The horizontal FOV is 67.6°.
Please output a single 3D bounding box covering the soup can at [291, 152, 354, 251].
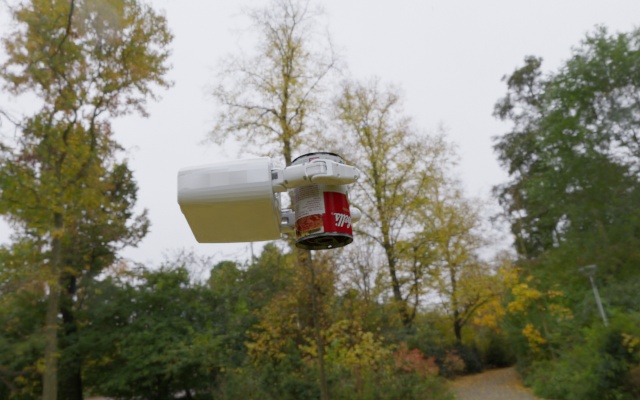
[{"bbox_3d":[0.001,0.001,0.567,0.068,0.102,0.068,-5,-19,-2],"label":"soup can"}]
